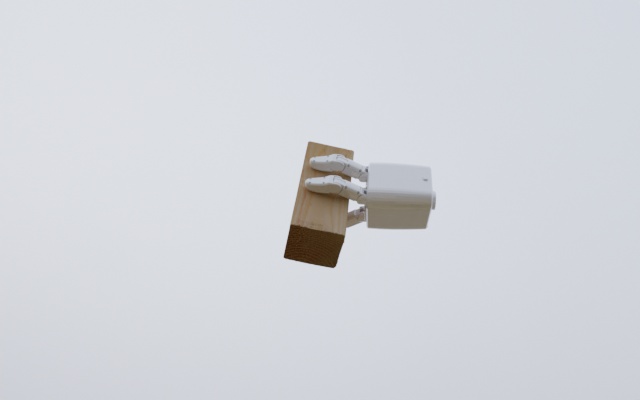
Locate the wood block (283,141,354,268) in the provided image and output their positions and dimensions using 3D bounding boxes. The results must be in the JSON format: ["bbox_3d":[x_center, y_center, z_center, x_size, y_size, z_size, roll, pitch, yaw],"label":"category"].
[{"bbox_3d":[0.000,0.003,0.828,0.090,0.206,0.091,12,-45,-2],"label":"wood block"}]
